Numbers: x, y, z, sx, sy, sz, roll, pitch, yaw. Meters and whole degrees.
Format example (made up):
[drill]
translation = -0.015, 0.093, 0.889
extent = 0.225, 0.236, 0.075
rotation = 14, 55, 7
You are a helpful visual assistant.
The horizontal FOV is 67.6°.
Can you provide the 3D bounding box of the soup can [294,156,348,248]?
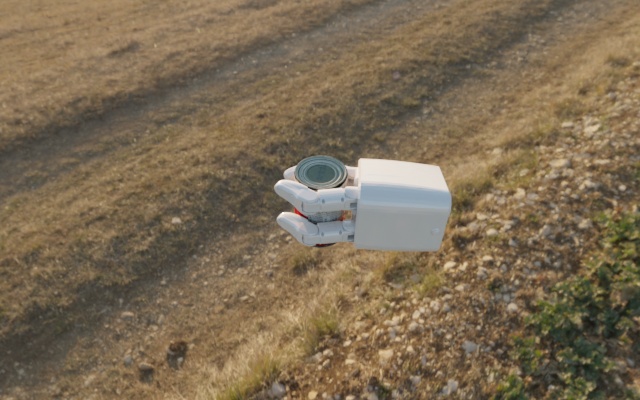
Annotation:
[soup can]
translation = 0.000, 0.002, 0.615
extent = 0.068, 0.102, 0.068
rotation = 1, 43, -1
